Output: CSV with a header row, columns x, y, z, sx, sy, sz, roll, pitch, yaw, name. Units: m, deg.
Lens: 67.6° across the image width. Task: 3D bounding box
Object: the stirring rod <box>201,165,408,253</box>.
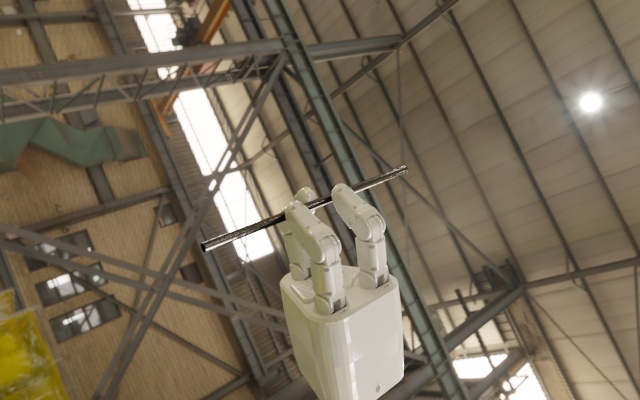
x,y,z,sx,sy,sz,roll,pitch,yaw,name
0.000,0.002,0.439,0.239,0.011,0.011,-21,13,-36,stirring rod
